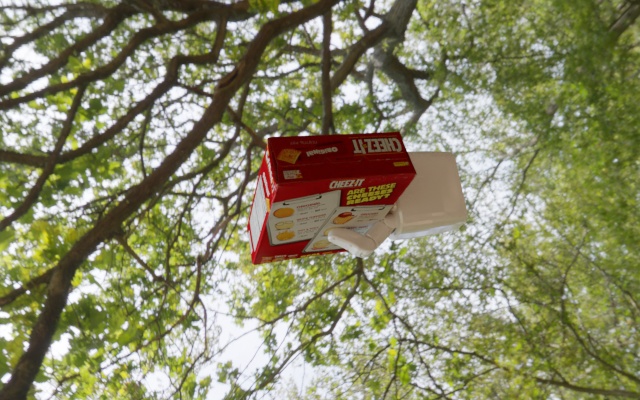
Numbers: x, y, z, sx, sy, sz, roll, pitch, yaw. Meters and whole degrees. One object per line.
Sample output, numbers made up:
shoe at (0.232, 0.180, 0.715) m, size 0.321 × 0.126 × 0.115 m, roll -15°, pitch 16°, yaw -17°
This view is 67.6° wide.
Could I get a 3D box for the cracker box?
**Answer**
cracker box at (0.000, 0.002, 0.609) m, size 0.164 × 0.072 × 0.214 m, roll -6°, pitch -28°, yaw -19°
